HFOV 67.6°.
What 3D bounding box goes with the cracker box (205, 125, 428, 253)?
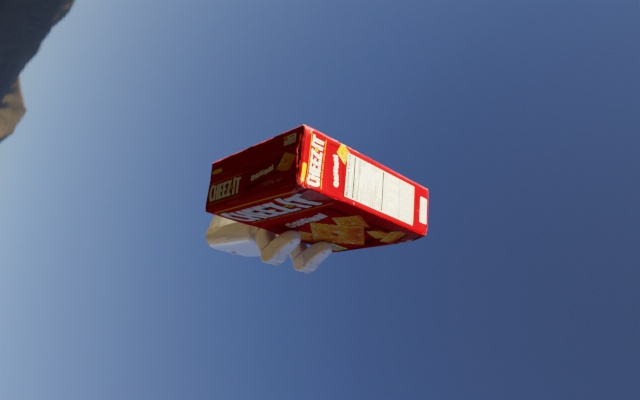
[{"bbox_3d":[0.000,0.002,0.567,0.214,0.072,0.164,21,-25,-40],"label":"cracker box"}]
